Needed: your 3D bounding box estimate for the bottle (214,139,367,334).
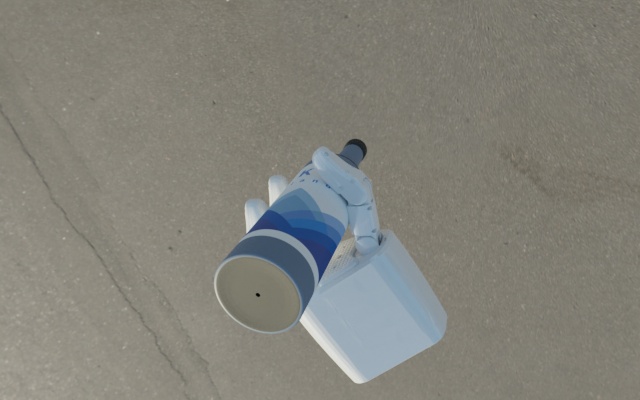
[{"bbox_3d":[0.000,0.002,0.449,0.069,0.069,0.295,0,25,19],"label":"bottle"}]
